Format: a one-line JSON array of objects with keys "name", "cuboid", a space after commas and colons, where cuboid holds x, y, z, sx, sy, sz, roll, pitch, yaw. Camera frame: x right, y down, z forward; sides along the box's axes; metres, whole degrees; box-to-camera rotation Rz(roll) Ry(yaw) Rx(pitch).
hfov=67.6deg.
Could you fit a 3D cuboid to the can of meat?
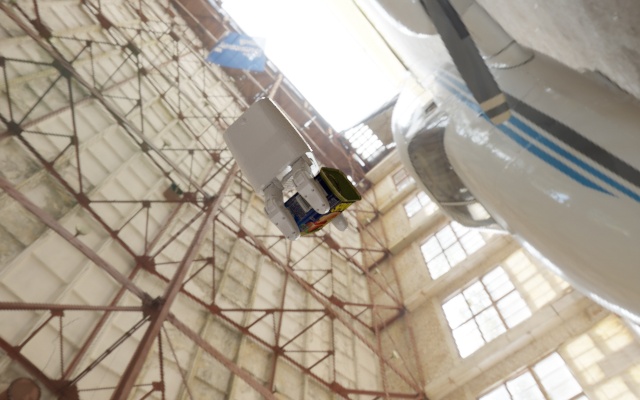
[{"name": "can of meat", "cuboid": [0.000, 0.002, 0.667, 0.084, 0.057, 0.102, -39, -12, 16]}]
